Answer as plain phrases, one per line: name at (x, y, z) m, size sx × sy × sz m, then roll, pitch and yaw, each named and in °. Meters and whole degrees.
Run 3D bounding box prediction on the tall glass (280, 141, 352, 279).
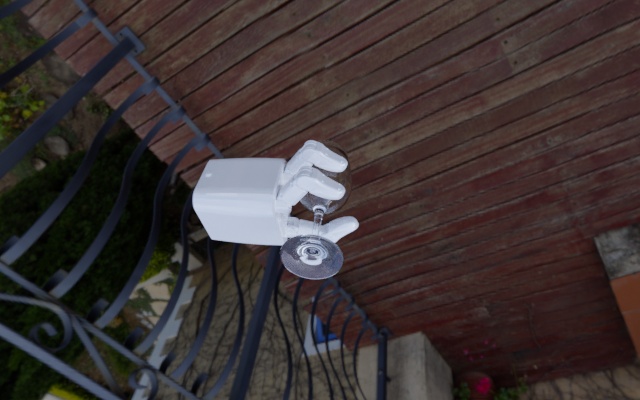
tall glass at (0.000, 0.003, 0.624) m, size 0.079 × 0.079 × 0.200 m, roll 0°, pitch 40°, yaw 8°
